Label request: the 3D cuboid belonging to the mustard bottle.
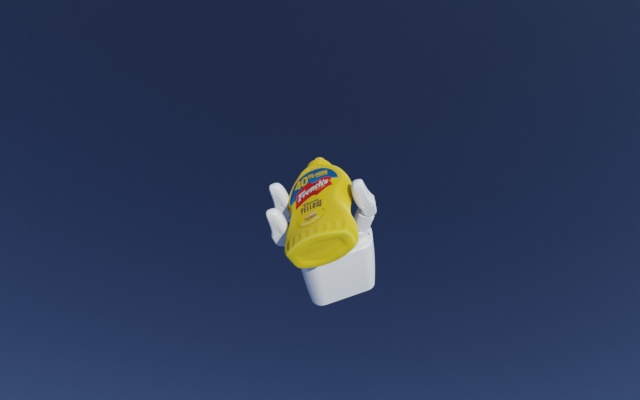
[{"bbox_3d":[0.000,0.002,0.673,0.096,0.191,0.058,-26,-54,20],"label":"mustard bottle"}]
